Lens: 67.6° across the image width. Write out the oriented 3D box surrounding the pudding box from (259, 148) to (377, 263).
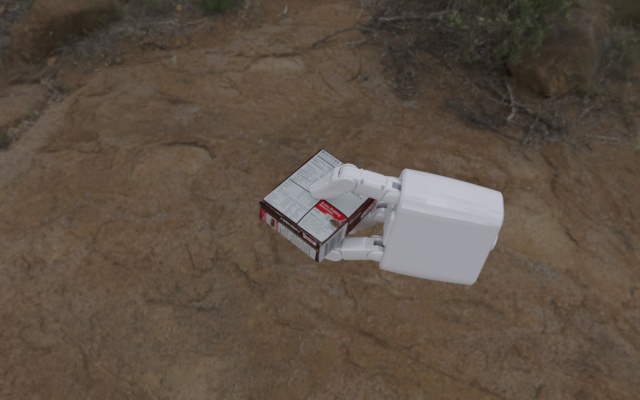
[{"bbox_3d":[0.000,0.002,0.543,0.090,0.039,0.113,35,55,19],"label":"pudding box"}]
